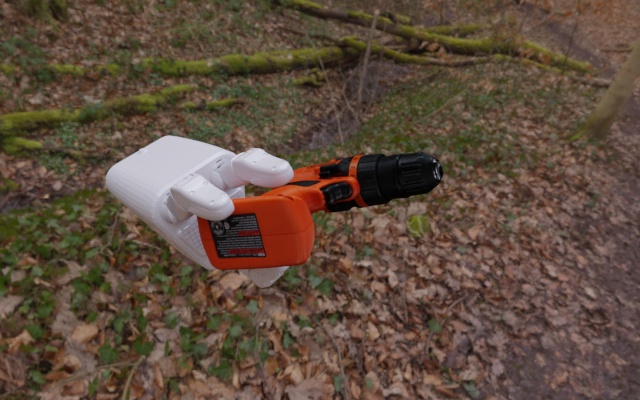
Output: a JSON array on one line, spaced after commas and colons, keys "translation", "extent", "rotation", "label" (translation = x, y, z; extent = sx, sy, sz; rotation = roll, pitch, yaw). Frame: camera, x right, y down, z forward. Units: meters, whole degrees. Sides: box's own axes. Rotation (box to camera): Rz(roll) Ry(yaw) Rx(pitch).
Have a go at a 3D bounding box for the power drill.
[{"translation": [0.000, 0.001, 0.426], "extent": [0.184, 0.057, 0.187], "rotation": [-9, 10, 32], "label": "power drill"}]
